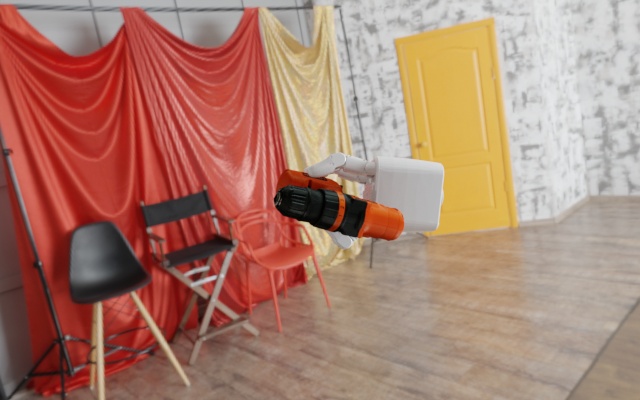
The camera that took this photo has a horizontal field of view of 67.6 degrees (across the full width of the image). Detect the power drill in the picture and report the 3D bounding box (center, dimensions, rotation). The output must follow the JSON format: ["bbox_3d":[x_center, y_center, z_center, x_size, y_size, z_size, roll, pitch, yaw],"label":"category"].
[{"bbox_3d":[0.000,0.002,0.673,0.184,0.057,0.187,15,8,-26],"label":"power drill"}]
